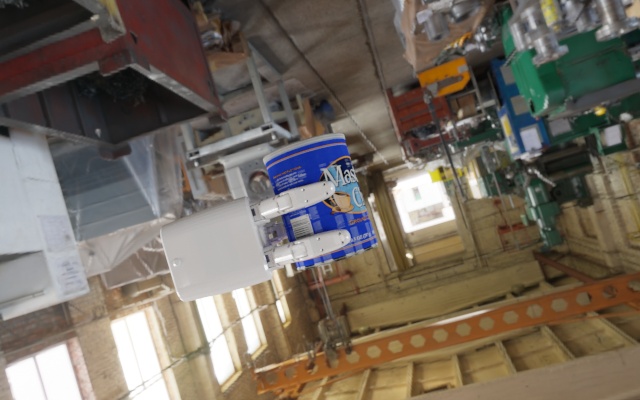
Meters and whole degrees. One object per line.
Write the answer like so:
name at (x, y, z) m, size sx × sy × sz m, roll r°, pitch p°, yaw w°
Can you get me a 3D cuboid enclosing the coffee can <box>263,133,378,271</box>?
coffee can at (0.000, 0.002, 0.576) m, size 0.103 × 0.140 × 0.103 m, roll -17°, pitch -3°, yaw -1°
